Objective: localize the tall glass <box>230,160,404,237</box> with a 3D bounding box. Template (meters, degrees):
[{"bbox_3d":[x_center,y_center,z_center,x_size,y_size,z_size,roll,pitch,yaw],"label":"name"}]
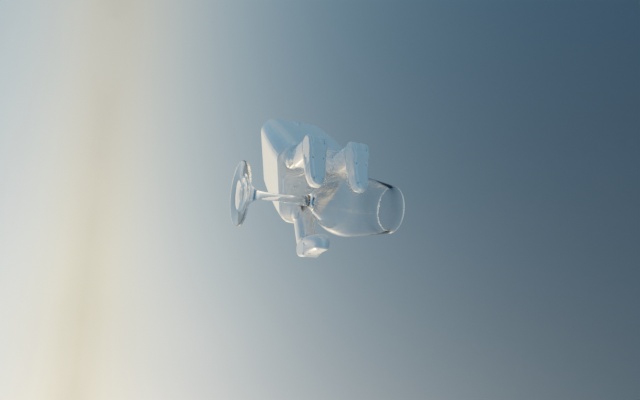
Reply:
[{"bbox_3d":[0.000,0.002,0.567,0.201,0.079,0.079,6,-3,-25],"label":"tall glass"}]
